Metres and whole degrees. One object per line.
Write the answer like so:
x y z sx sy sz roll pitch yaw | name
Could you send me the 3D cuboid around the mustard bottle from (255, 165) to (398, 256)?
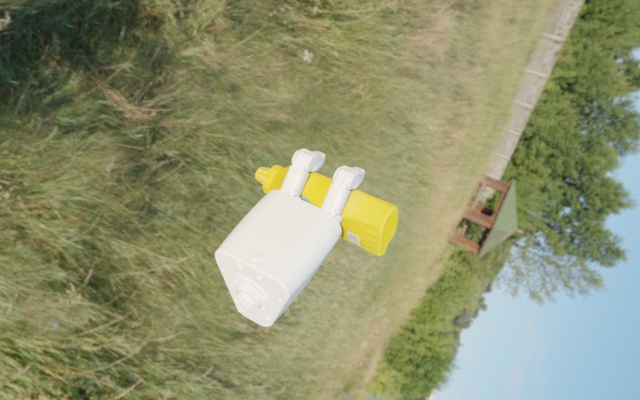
0.000 0.002 0.602 0.191 0.058 0.096 24 -18 18 | mustard bottle
